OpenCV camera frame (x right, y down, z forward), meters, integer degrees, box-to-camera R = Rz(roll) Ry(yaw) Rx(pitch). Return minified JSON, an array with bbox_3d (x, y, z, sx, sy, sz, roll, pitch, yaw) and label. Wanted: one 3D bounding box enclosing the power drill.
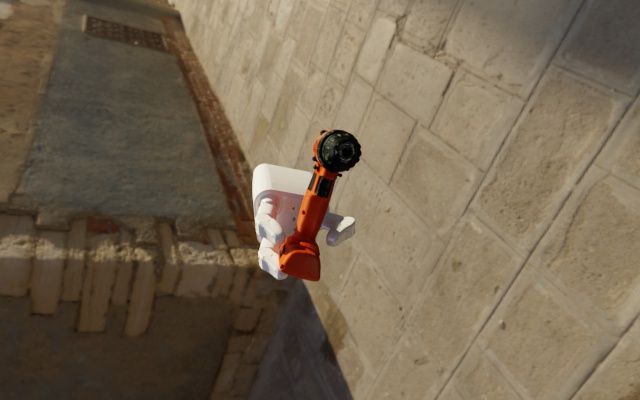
[{"bbox_3d":[0.000,0.002,0.603,0.057,0.187,0.184,18,5,-5],"label":"power drill"}]
